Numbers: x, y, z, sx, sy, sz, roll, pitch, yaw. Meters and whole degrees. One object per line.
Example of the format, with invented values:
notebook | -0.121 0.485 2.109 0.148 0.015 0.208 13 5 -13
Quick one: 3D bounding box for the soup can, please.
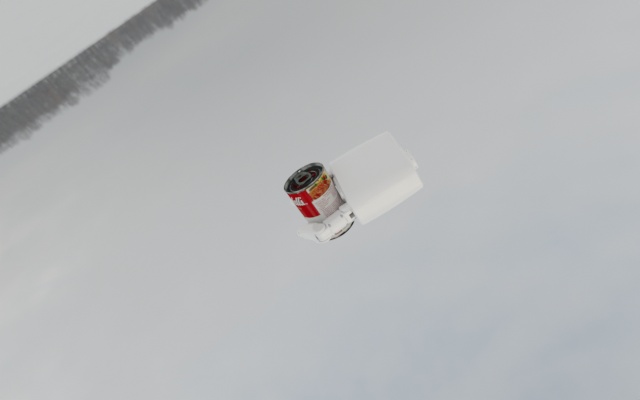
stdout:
soup can | 0.000 0.003 0.720 0.068 0.102 0.068 -26 29 16
